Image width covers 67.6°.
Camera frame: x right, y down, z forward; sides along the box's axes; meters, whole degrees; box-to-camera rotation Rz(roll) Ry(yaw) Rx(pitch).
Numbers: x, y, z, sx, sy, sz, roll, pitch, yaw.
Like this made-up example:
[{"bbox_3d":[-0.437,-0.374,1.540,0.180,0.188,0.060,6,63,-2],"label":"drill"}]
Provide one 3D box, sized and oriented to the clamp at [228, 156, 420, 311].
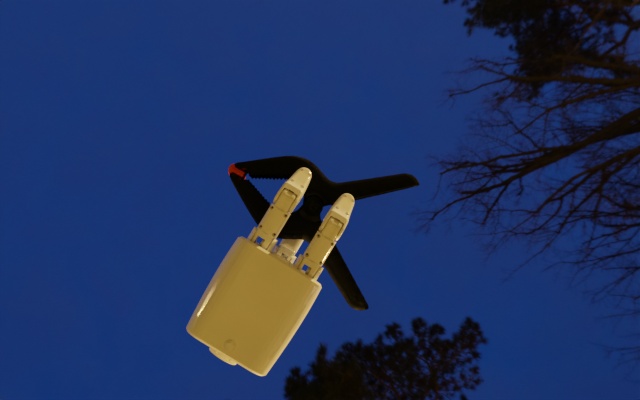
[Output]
[{"bbox_3d":[-0.001,0.002,0.537,0.210,0.164,0.036,31,-11,-1],"label":"clamp"}]
